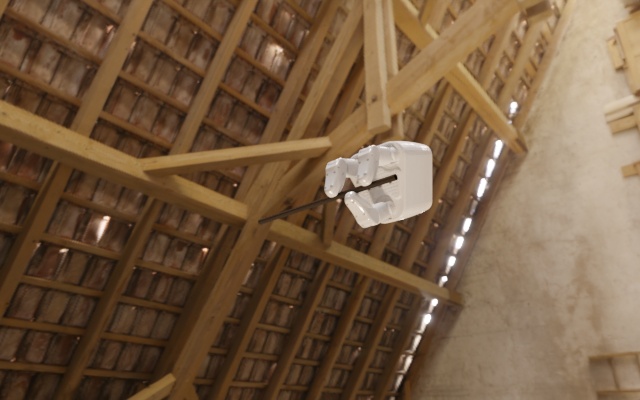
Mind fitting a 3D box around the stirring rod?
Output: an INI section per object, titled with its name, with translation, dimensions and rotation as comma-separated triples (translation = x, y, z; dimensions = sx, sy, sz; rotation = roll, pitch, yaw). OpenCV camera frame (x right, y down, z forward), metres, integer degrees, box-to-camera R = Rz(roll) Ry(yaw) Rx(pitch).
[stirring rod]
translation = 0.000, 0.002, 0.652
dimensions = 0.239, 0.011, 0.011
rotation = -19, -11, 36
